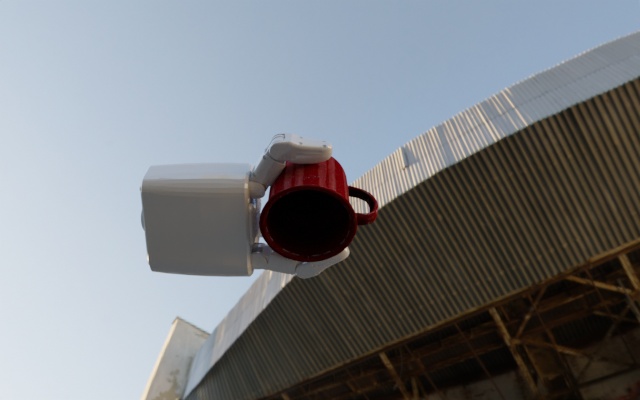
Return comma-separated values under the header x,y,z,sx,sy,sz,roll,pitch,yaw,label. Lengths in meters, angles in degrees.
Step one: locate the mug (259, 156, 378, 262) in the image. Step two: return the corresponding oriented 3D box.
x,y,z,sx,sy,sz,roll,pitch,yaw,label
0.002,0.001,0.485,0.117,0.093,0.081,2,35,-2,mug
